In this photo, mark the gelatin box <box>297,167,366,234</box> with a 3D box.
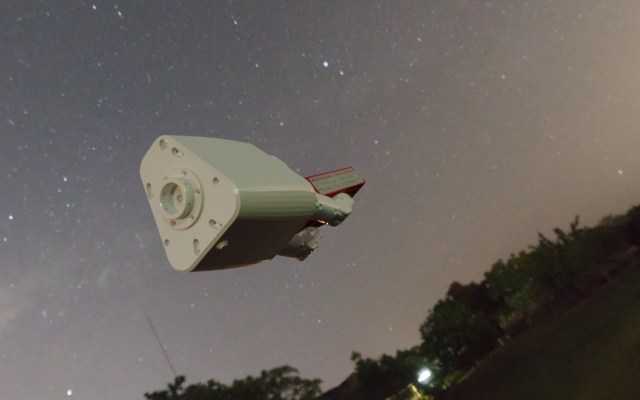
[{"bbox_3d":[0.000,0.001,0.539,0.089,0.030,0.073,-18,-27,-51],"label":"gelatin box"}]
